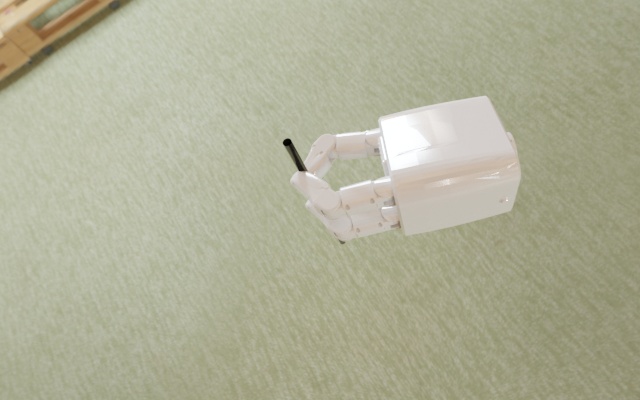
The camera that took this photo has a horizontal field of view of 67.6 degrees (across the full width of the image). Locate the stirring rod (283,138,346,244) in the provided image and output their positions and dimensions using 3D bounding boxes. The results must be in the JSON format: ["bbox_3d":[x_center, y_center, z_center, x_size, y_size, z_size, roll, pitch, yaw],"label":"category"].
[{"bbox_3d":[0.000,0.002,0.510,0.011,0.011,0.240,0,-25,15],"label":"stirring rod"}]
